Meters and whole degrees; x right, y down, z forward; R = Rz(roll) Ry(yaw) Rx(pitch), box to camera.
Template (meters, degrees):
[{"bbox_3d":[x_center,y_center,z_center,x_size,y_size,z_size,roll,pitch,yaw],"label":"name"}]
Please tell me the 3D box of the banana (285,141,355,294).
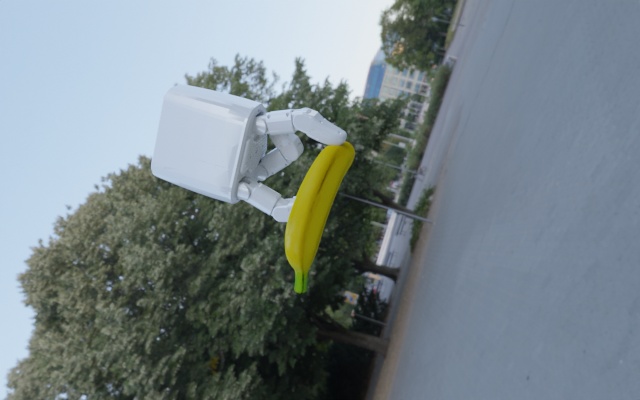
[{"bbox_3d":[0.000,-0.007,0.493,0.037,0.197,0.070,17,-36,8],"label":"banana"}]
